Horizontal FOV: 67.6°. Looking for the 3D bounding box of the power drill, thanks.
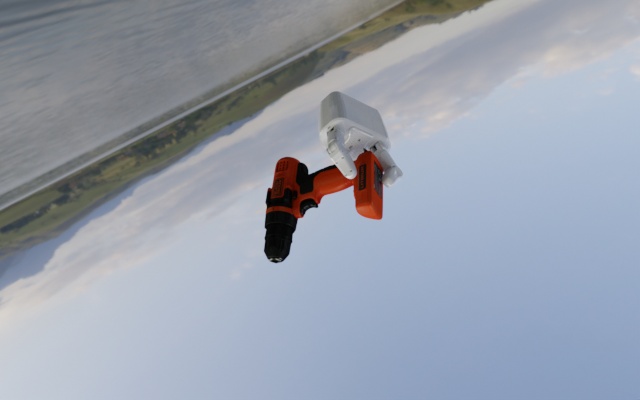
[{"bbox_3d":[0.001,0.002,0.734,0.187,0.184,0.057,-8,-31,23],"label":"power drill"}]
